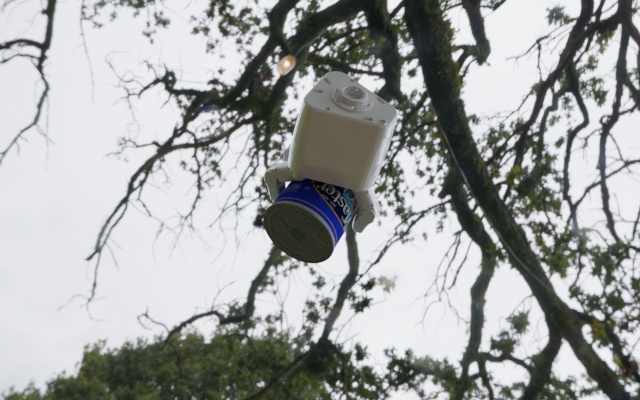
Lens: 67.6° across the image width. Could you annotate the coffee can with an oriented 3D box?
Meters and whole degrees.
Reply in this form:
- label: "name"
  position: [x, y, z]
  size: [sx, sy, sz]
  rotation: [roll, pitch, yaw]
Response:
- label: "coffee can"
  position: [0.000, 0.002, 0.660]
  size: [0.103, 0.103, 0.140]
  rotation: [0, 38, 33]
